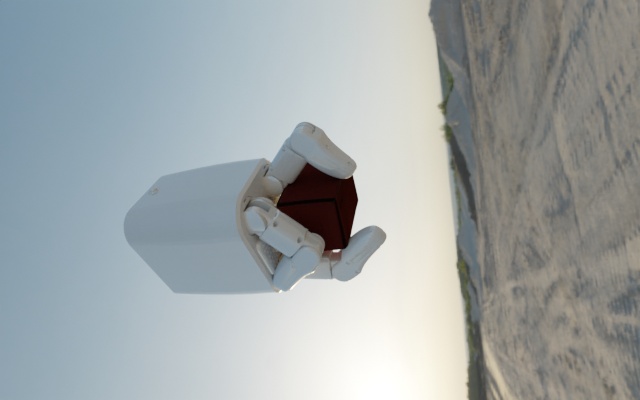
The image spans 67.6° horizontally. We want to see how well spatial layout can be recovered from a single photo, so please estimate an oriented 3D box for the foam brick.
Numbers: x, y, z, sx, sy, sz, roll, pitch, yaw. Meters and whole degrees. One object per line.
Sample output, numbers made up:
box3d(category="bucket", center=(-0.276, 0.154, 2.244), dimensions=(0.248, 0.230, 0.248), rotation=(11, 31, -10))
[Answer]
box3d(category="foam brick", center=(0.000, 0.001, 0.421), dimensions=(0.051, 0.053, 0.078), rotation=(-6, 30, 16))
